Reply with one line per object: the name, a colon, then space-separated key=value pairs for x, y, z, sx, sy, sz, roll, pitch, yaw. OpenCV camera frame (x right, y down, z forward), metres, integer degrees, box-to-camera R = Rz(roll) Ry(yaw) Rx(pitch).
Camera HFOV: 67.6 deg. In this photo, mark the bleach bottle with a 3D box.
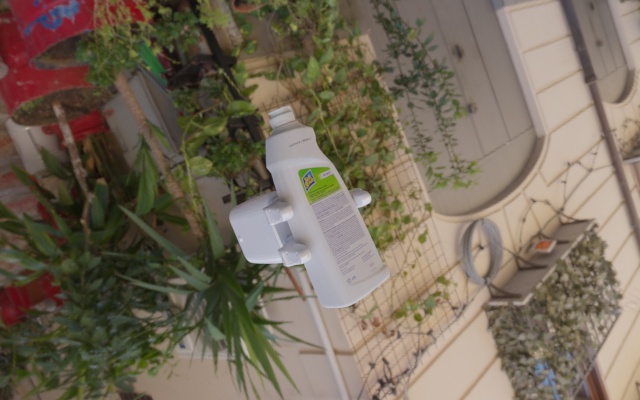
bleach bottle: x=0.000 y=0.002 z=0.603 sx=0.068 sy=0.251 sz=0.102 roll=-14 pitch=10 yaw=47
